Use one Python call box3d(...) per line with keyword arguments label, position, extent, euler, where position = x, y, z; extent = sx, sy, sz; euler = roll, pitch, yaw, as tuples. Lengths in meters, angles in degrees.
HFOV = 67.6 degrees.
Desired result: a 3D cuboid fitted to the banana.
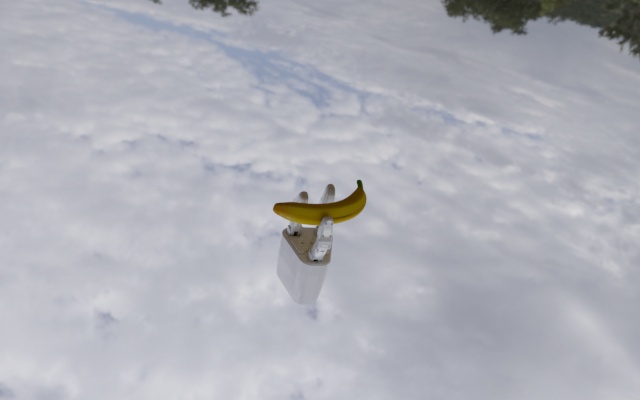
box3d(label="banana", position=(0.014, 0.013, 0.829), extent=(0.198, 0.037, 0.069), euler=(-15, 45, -36))
